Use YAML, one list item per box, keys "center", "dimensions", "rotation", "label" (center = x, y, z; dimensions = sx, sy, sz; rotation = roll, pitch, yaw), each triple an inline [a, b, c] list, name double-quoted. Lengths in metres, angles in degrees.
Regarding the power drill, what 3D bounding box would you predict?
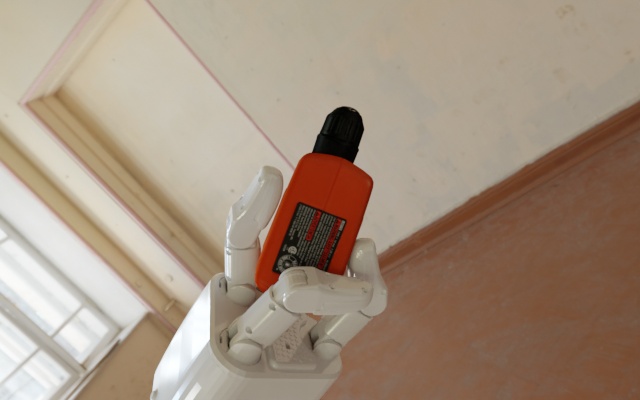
- center: [0.000, 0.002, 0.400]
  dimensions: [0.057, 0.184, 0.187]
  rotation: [19, 4, -1]
  label: "power drill"
